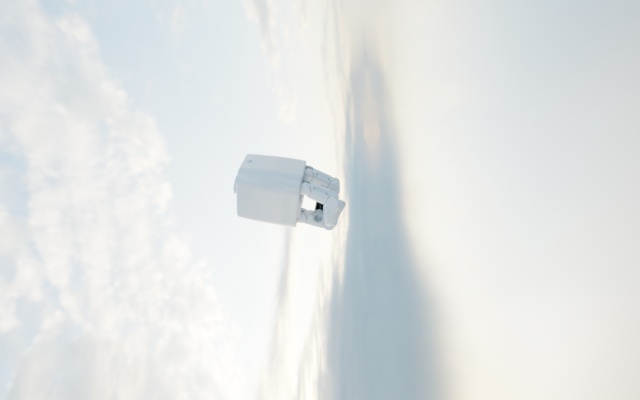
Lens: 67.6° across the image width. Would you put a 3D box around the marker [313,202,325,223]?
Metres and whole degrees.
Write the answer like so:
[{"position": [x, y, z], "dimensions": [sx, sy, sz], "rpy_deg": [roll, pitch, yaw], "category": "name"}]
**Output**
[{"position": [0.000, 0.003, 0.853], "dimensions": [0.020, 0.020, 0.121], "rpy_deg": [0, 27, 4], "category": "marker"}]
